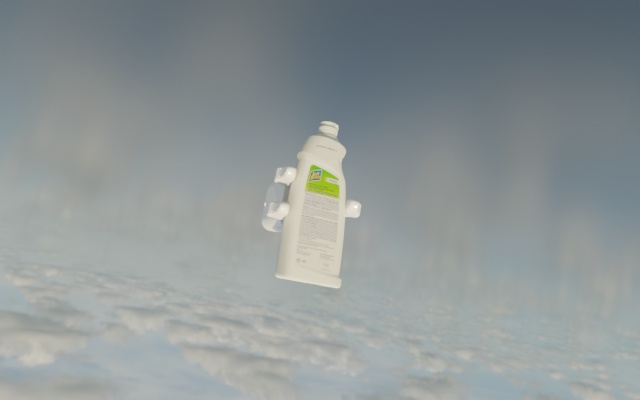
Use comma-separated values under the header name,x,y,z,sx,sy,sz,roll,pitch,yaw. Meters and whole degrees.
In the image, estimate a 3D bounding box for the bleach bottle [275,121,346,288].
name,x,y,z,sx,sy,sz,roll,pitch,yaw
bleach bottle,0.000,0.002,0.741,0.102,0.250,0.068,15,-11,-23
